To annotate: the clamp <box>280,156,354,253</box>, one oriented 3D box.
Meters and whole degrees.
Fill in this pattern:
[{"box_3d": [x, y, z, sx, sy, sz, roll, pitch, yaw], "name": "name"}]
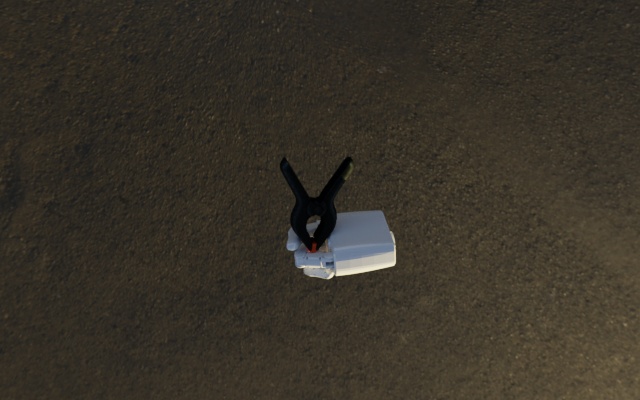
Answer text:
[{"box_3d": [0.000, 0.003, 0.786, 0.120, 0.171, 0.039, -8, 27, -7], "name": "clamp"}]
